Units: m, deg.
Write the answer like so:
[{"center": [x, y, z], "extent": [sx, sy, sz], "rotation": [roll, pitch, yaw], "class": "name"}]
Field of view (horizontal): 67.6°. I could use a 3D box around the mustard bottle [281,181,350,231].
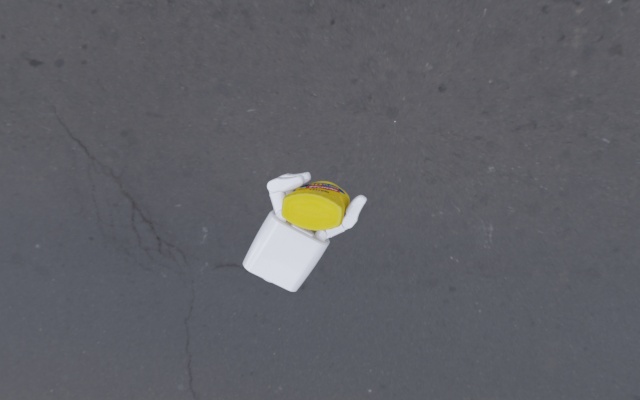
[{"center": [0.000, 0.002, 0.814], "extent": [0.096, 0.058, 0.191], "rotation": [8, 10, 8], "class": "mustard bottle"}]
